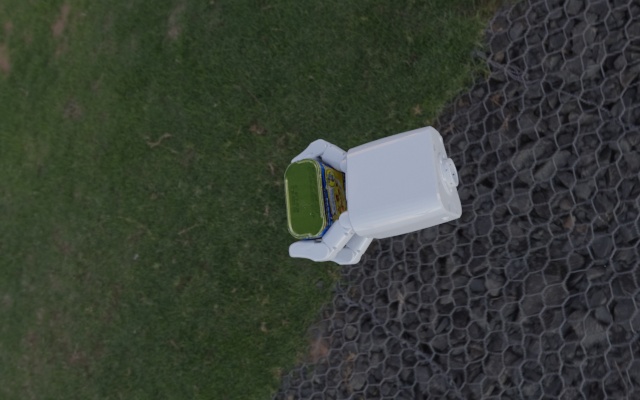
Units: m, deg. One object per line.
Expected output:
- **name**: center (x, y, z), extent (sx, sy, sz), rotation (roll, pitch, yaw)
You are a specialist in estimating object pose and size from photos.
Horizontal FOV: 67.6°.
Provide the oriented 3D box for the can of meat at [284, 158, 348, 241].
- **can of meat**: center (0.000, 0.002, 0.604), extent (0.057, 0.102, 0.084), rotation (-12, -13, 28)
